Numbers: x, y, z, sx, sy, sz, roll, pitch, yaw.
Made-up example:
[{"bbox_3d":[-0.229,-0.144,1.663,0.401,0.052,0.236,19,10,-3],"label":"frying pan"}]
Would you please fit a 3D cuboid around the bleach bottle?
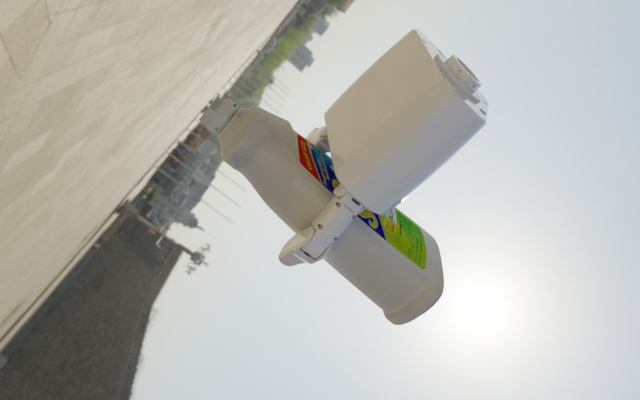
[{"bbox_3d":[0.000,0.001,0.426,0.068,0.251,0.102,-42,18,28],"label":"bleach bottle"}]
